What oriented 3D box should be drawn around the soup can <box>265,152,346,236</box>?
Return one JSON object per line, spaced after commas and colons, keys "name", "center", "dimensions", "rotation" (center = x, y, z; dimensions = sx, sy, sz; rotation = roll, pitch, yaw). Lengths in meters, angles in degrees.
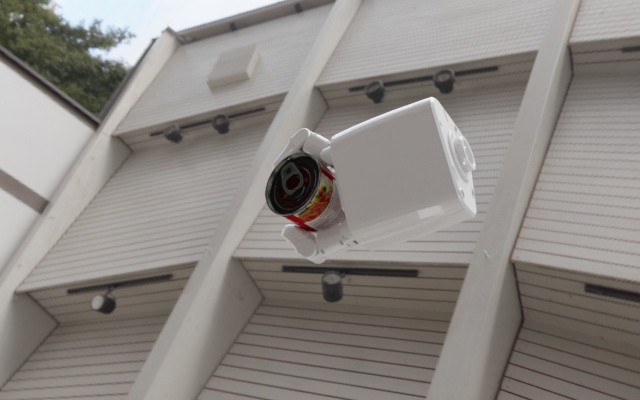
{"name": "soup can", "center": [0.000, 0.002, 0.505], "dimensions": [0.068, 0.068, 0.102], "rotation": [0, -22, 38]}
